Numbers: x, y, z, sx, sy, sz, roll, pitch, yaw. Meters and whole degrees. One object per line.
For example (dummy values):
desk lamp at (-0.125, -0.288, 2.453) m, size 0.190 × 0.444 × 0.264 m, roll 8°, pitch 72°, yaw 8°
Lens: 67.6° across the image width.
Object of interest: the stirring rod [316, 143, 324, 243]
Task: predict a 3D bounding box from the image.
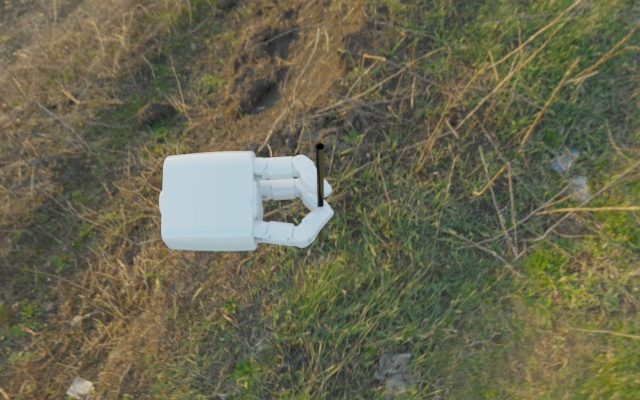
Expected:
stirring rod at (0.000, 0.002, 0.567) m, size 0.011 × 0.011 × 0.240 m, roll 0°, pitch -27°, yaw 0°
